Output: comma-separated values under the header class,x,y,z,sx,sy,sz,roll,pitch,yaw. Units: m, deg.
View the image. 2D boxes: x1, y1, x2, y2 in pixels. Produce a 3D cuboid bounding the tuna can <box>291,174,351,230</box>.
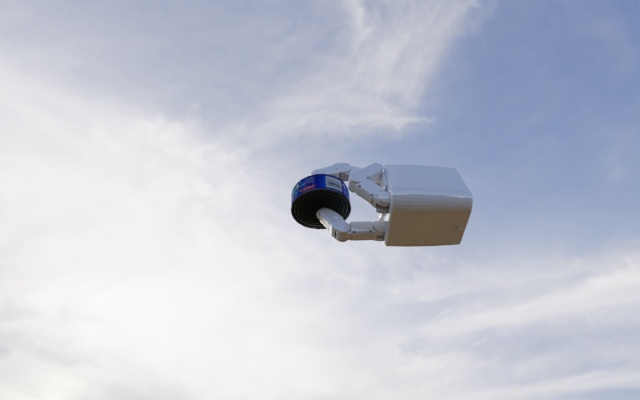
class,x,y,z,sx,sy,sz,roll,pitch,yaw
tuna can,0.000,0.002,0.685,0.086,0.033,0.086,-2,-43,-2
